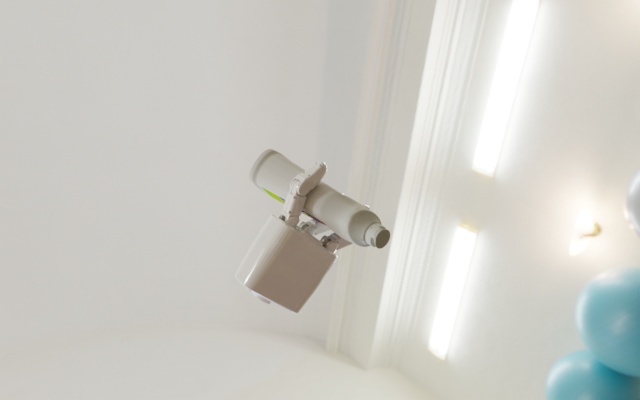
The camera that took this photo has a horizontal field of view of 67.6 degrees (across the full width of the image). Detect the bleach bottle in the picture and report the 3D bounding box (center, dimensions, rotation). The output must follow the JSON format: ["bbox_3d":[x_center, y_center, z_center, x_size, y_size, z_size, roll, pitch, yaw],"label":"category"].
[{"bbox_3d":[0.000,0.002,0.709,0.250,0.068,0.103,30,-5,45],"label":"bleach bottle"}]
